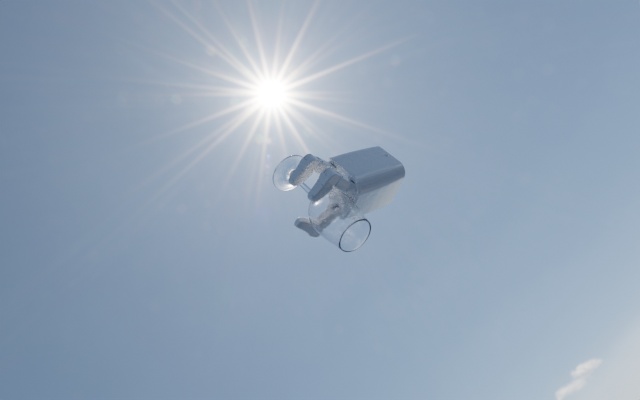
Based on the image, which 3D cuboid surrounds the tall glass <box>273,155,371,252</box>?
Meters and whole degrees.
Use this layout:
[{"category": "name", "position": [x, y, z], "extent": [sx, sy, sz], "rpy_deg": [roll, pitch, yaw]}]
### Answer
[{"category": "tall glass", "position": [0.000, 0.002, 0.803], "extent": [0.079, 0.079, 0.201], "rpy_deg": [0, 32, -40]}]
